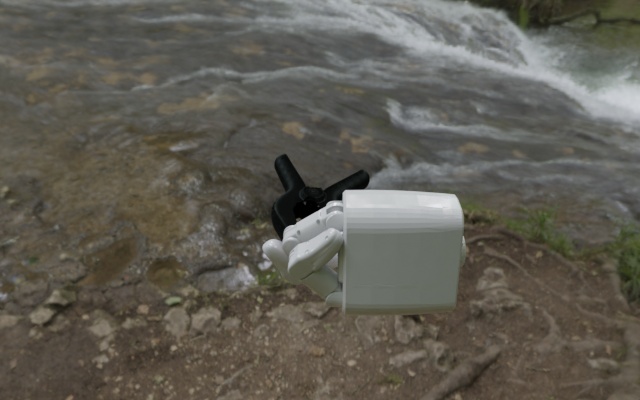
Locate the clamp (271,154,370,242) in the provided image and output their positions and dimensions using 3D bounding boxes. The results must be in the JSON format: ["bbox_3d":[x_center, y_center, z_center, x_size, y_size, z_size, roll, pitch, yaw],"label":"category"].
[{"bbox_3d":[0.000,0.001,0.546,0.120,0.039,0.171,2,38,0],"label":"clamp"}]
